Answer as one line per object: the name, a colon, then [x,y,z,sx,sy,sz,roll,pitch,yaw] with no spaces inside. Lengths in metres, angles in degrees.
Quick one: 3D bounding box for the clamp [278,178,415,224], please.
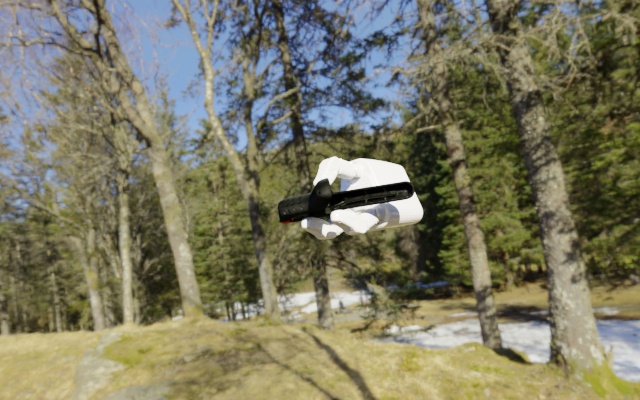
clamp: [0.000,0.001,0.659,0.210,0.036,0.164,-15,-12,41]
